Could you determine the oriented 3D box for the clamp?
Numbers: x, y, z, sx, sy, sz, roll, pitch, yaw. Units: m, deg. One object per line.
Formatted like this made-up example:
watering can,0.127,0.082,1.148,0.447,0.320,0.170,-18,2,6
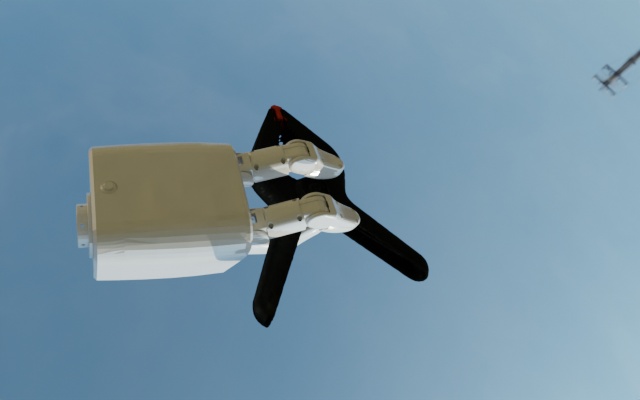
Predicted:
clamp,-0.001,0.001,0.433,0.164,0.210,0.036,-2,-32,-26
